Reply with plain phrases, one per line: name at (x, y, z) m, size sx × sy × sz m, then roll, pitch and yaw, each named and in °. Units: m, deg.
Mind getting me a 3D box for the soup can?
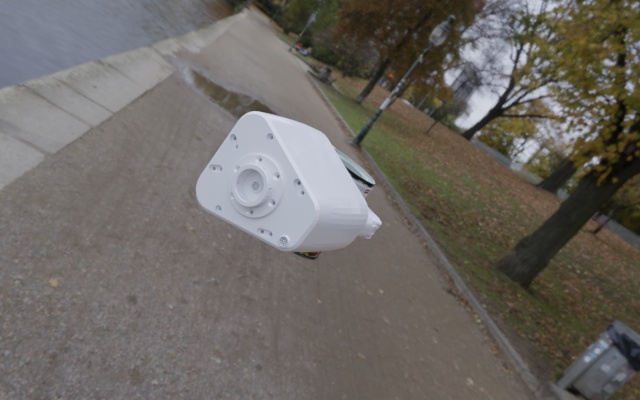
soup can at (0.001, 0.002, 0.498) m, size 0.068 × 0.102 × 0.068 m, roll 36°, pitch 14°, yaw -10°
